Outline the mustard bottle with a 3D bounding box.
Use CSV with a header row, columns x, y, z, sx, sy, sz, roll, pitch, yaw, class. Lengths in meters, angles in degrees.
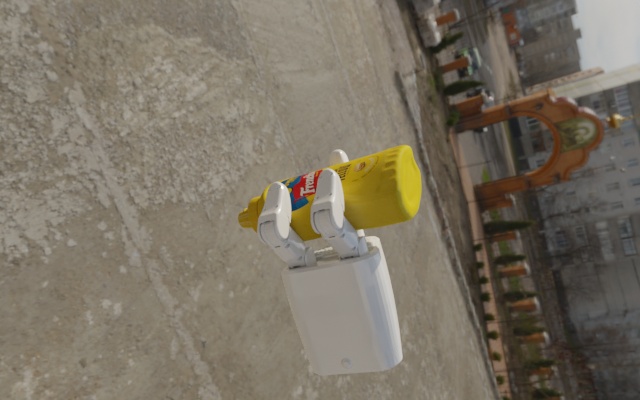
x,y,z,sx,sy,sz,roll,pitch,yaw,class
0.000,0.001,0.477,0.191,0.058,0.096,-14,28,25,mustard bottle
